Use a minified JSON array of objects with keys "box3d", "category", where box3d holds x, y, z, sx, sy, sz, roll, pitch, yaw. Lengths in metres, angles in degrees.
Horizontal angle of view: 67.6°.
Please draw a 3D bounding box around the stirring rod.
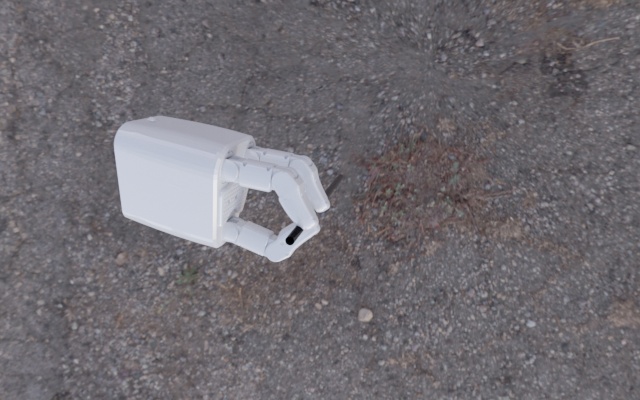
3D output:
[{"box3d":[0.000,0.002,0.514,0.011,0.011,0.239,0,16,13],"category":"stirring rod"}]
